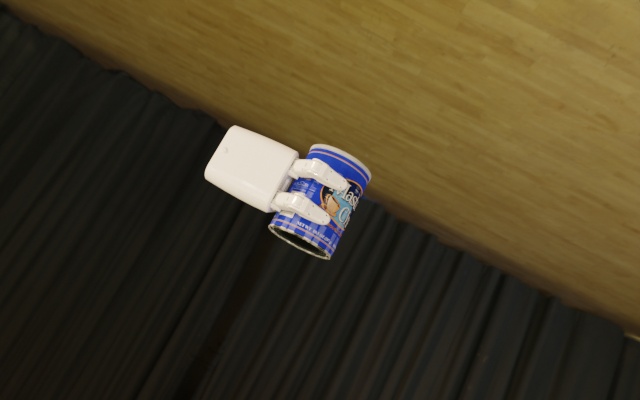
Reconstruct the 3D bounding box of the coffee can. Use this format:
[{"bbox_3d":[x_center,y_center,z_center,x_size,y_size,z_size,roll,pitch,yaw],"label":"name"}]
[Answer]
[{"bbox_3d":[0.000,0.002,0.711,0.103,0.140,0.103,26,-14,7],"label":"coffee can"}]
